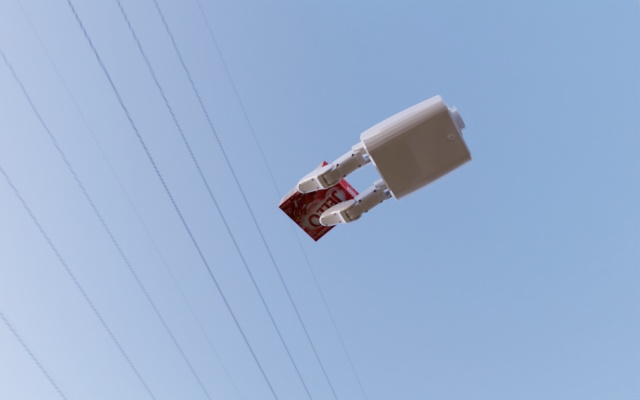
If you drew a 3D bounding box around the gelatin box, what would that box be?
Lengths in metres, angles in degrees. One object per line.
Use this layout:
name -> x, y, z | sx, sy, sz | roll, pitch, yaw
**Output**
gelatin box -> 0.000, 0.002, 0.640 | 0.089, 0.073, 0.030 | -40, 15, 24
